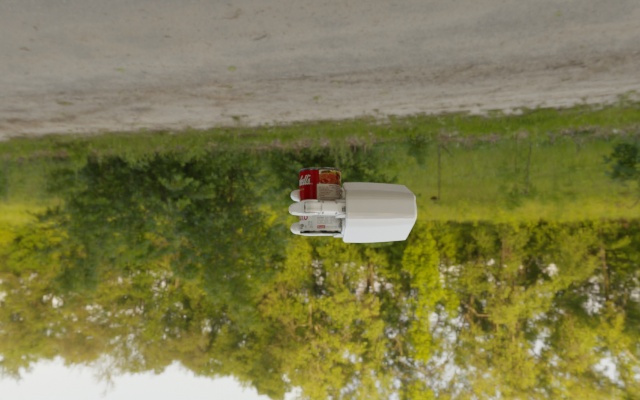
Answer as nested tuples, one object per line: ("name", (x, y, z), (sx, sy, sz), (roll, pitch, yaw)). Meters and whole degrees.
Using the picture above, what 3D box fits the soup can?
("soup can", (0.000, 0.003, 0.760), (0.068, 0.102, 0.068), (0, -6, 0))
